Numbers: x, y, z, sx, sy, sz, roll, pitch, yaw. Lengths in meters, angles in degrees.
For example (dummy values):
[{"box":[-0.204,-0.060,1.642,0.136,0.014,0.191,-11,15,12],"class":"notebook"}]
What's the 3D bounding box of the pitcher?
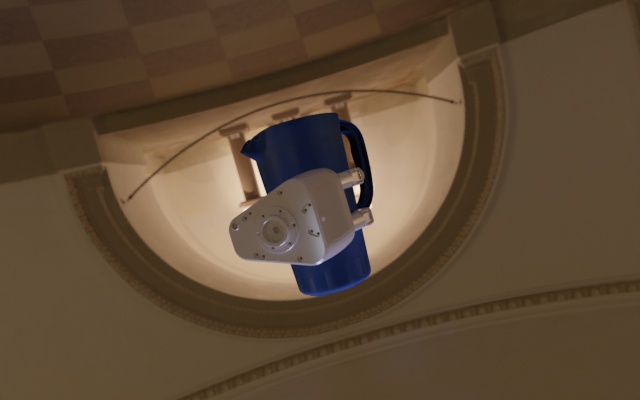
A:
[{"box":[0.000,0.002,0.685,0.149,0.243,0.145,-15,2,17],"class":"pitcher"}]
